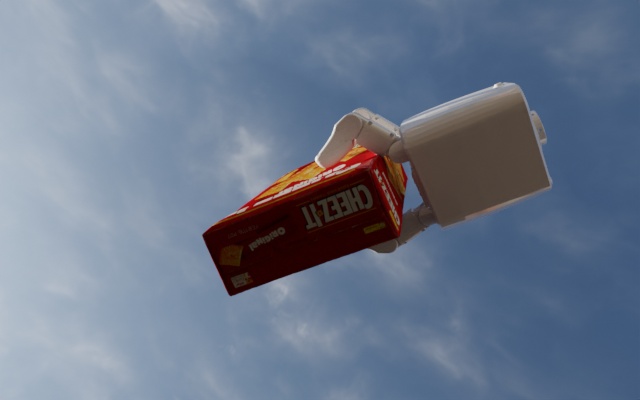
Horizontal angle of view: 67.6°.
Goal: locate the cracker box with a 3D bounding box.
[{"bbox_3d":[0.000,0.002,0.494,0.164,0.072,0.213,-22,9,17],"label":"cracker box"}]
